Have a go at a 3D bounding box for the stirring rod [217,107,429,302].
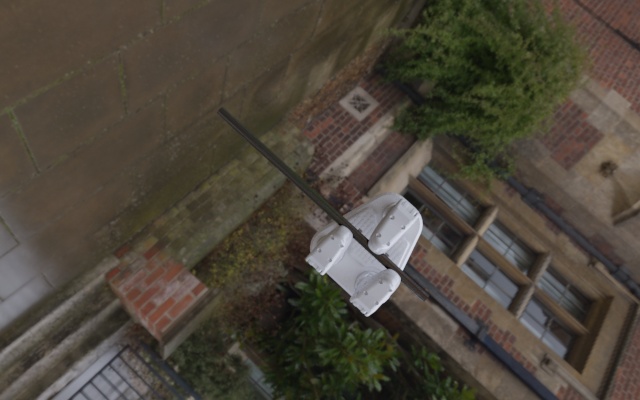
[{"bbox_3d":[0.000,0.001,0.411,0.239,0.011,0.011,42,5,5],"label":"stirring rod"}]
